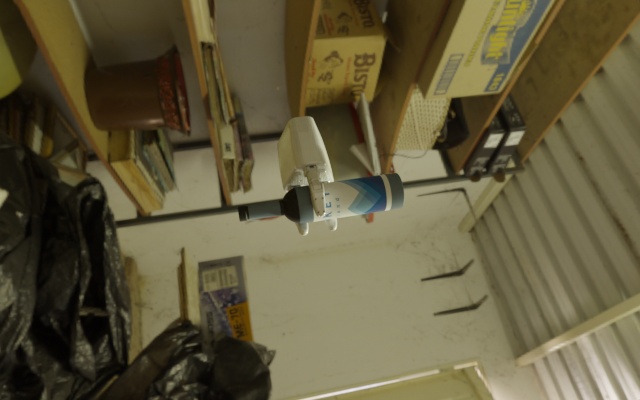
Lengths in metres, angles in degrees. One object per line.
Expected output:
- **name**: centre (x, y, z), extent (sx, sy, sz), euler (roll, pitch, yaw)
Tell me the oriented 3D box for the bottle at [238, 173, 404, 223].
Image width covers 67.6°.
- **bottle**: centre (0.000, 0.003, 0.862), extent (0.296, 0.069, 0.069), euler (-8, 1, -8)
